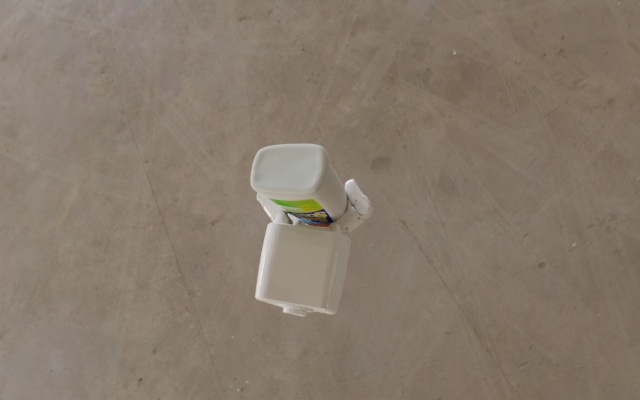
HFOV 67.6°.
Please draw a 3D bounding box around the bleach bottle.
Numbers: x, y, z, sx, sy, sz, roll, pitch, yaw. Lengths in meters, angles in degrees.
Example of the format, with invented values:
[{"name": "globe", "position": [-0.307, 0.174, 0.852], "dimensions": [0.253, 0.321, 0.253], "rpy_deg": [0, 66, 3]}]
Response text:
[{"name": "bleach bottle", "position": [0.000, 0.002, 0.678], "dimensions": [0.102, 0.068, 0.251], "rpy_deg": [2, -18, 22]}]
